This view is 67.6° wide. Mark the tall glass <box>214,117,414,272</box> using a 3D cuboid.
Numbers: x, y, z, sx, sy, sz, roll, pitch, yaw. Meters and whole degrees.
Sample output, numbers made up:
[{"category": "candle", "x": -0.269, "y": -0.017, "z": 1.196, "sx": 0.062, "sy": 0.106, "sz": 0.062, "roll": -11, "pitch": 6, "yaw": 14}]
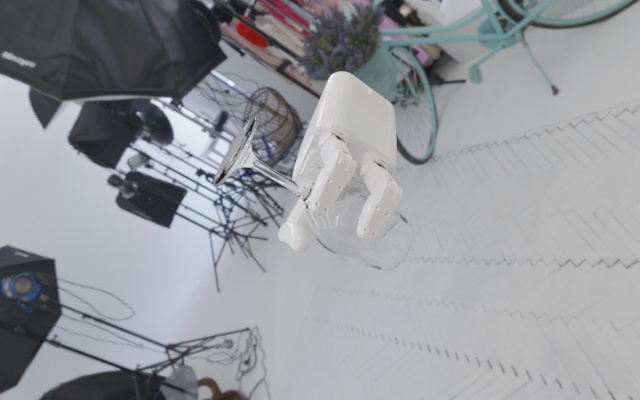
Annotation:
[{"category": "tall glass", "x": -0.001, "y": 0.001, "z": 0.479, "sx": 0.201, "sy": 0.079, "sz": 0.079, "roll": 31, "pitch": -12, "yaw": -21}]
